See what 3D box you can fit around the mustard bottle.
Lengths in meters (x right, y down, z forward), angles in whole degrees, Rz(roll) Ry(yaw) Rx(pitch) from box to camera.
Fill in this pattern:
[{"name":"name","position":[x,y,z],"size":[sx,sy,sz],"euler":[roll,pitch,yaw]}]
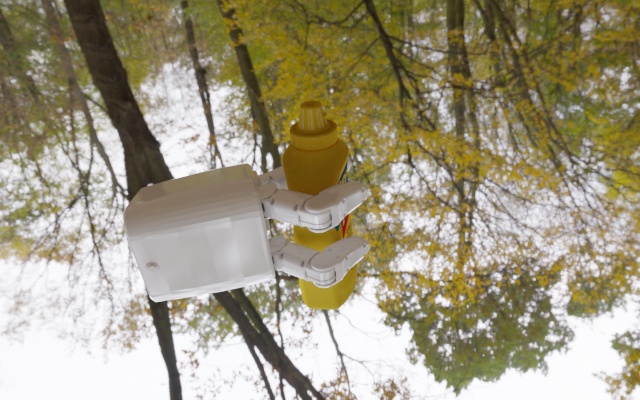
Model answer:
[{"name":"mustard bottle","position":[0.000,0.002,0.442],"size":[0.058,0.192,0.096],"euler":[1,33,12]}]
